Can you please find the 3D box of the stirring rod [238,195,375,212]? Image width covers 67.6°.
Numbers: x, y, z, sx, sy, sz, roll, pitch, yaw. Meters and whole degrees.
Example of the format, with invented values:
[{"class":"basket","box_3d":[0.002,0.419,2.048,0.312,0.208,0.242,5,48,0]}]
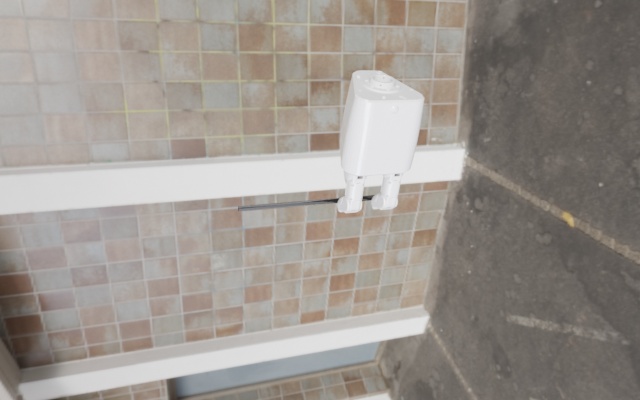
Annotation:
[{"class":"stirring rod","box_3d":[0.000,0.002,0.702,0.239,0.011,0.011,-5,1,-16]}]
